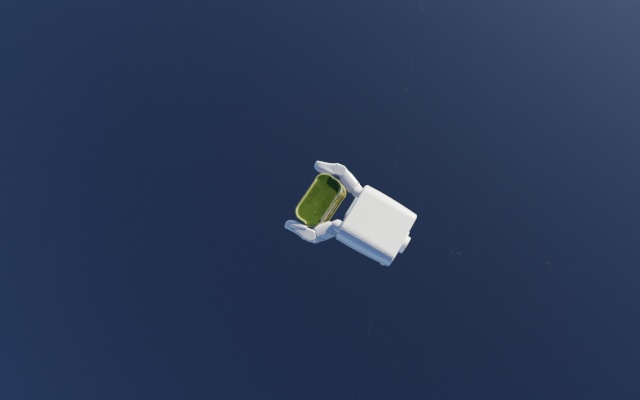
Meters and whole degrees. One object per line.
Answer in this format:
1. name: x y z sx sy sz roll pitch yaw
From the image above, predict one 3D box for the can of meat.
1. can of meat: 0.000 0.003 0.867 0.057 0.102 0.084 34 -1 7
